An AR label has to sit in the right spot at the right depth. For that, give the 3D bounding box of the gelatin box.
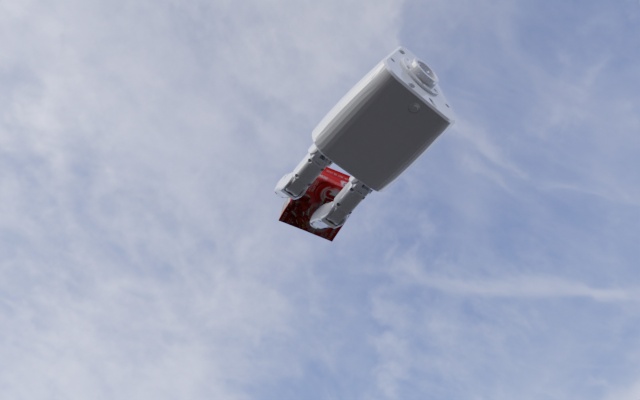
[{"bbox_3d":[0.000,0.002,0.565,0.073,0.030,0.089,22,-48,-11],"label":"gelatin box"}]
